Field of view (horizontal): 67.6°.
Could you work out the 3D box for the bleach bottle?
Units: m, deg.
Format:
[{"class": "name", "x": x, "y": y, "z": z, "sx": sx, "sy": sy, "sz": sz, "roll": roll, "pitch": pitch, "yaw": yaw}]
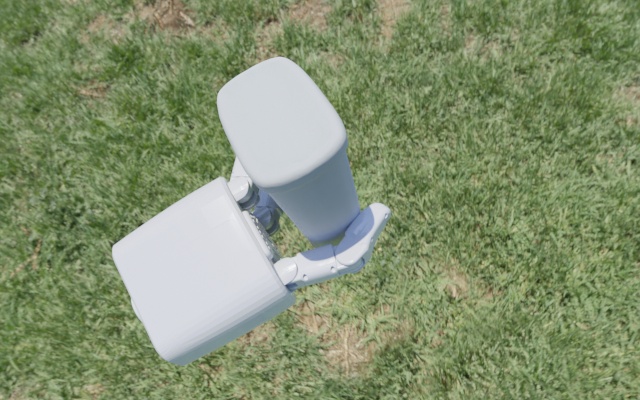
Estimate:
[{"class": "bleach bottle", "x": 0.000, "y": 0.001, "z": 0.406, "sx": 0.068, "sy": 0.102, "sz": 0.251, "roll": -30, "pitch": -31, "yaw": -1}]
